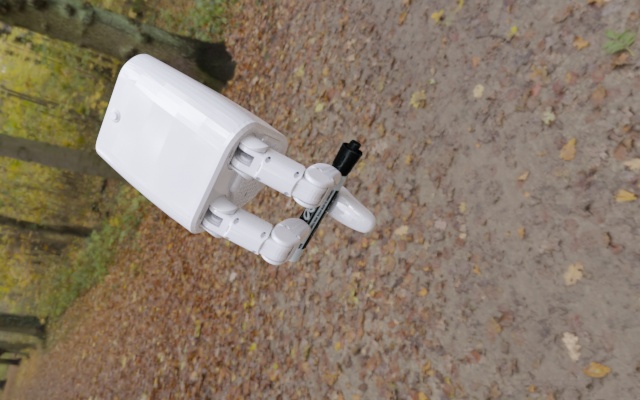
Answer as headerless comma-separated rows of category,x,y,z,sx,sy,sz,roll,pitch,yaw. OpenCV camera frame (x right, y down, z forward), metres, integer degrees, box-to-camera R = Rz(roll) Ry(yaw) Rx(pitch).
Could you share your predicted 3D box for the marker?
marker,0.000,0.001,0.405,0.020,0.121,0.020,26,23,-12
